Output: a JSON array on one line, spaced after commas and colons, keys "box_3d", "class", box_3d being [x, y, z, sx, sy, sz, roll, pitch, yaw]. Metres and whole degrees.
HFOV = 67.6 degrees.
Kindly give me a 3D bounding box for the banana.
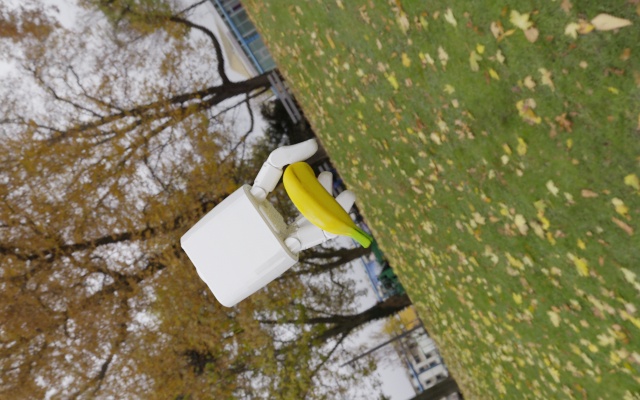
[{"box_3d": [-0.010, -0.008, 0.537, 0.070, 0.037, 0.197, 43, 5, -32], "class": "banana"}]
